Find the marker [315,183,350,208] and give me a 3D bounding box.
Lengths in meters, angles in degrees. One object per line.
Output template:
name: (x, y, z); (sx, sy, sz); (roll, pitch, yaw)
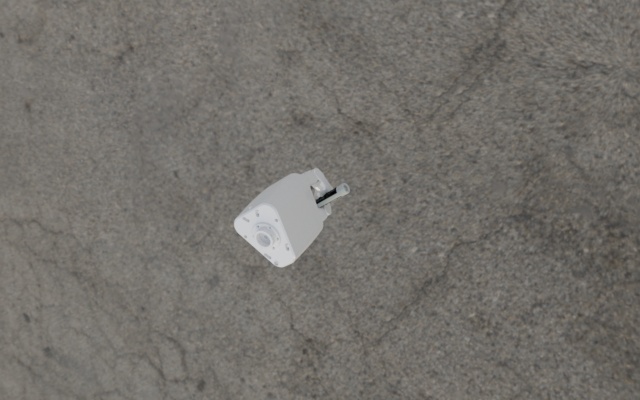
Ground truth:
marker: (0.000, 0.003, 0.837); (0.121, 0.020, 0.020); (-29, -17, 34)
